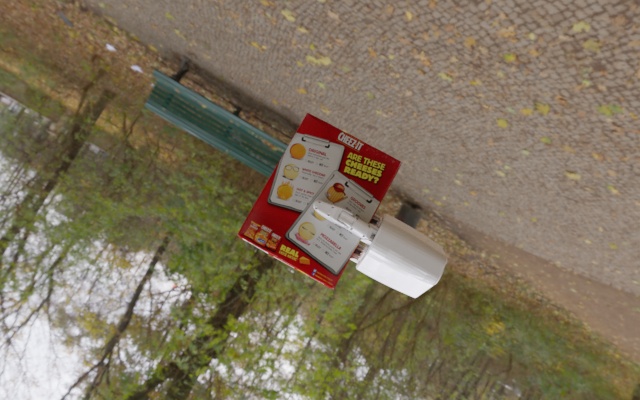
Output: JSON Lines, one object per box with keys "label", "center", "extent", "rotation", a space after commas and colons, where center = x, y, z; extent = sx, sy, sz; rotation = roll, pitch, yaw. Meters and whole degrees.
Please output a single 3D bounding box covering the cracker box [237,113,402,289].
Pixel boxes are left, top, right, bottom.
{"label": "cracker box", "center": [0.000, 0.003, 0.728], "extent": [0.164, 0.213, 0.072], "rotation": [28, -8, 4]}
